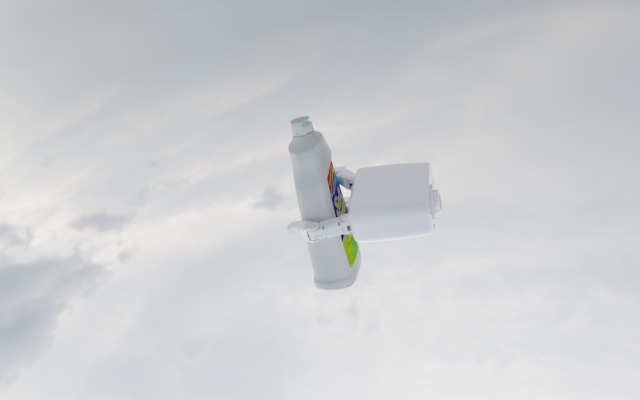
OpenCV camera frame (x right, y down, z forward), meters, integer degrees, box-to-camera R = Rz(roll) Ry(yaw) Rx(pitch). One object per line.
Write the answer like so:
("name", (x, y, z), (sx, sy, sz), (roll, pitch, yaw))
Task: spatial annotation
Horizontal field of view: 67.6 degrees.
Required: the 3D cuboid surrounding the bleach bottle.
("bleach bottle", (0.000, 0.002, 0.703), (0.068, 0.251, 0.102), (-7, 26, 19))
